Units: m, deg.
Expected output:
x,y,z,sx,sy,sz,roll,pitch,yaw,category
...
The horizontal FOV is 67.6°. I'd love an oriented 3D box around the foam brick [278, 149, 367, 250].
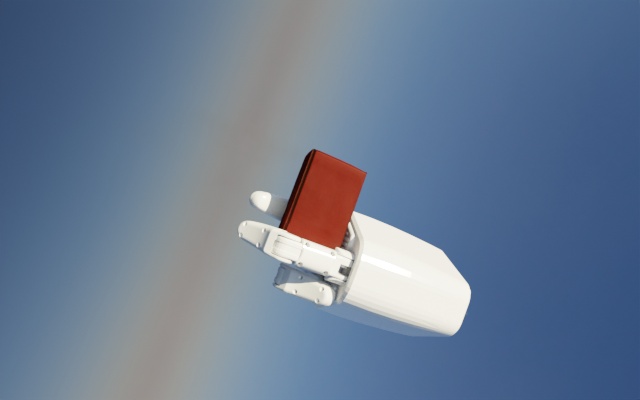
x,y,z,sx,sy,sz,roll,pitch,yaw,category
0.000,0.001,0.424,0.051,0.078,0.053,21,-3,-8,foam brick
